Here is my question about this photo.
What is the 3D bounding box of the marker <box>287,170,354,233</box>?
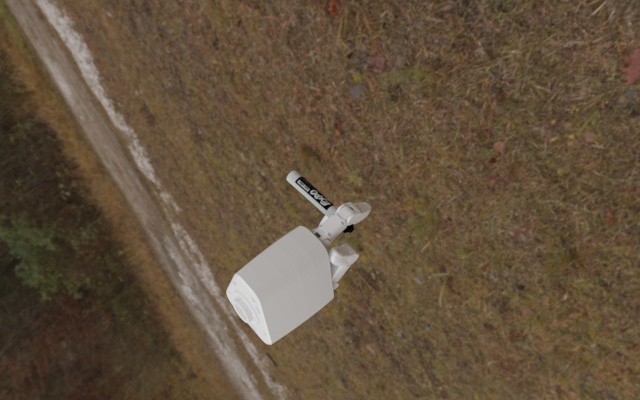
[{"bbox_3d":[0.000,0.002,0.643,0.121,0.020,0.020,43,20,24],"label":"marker"}]
